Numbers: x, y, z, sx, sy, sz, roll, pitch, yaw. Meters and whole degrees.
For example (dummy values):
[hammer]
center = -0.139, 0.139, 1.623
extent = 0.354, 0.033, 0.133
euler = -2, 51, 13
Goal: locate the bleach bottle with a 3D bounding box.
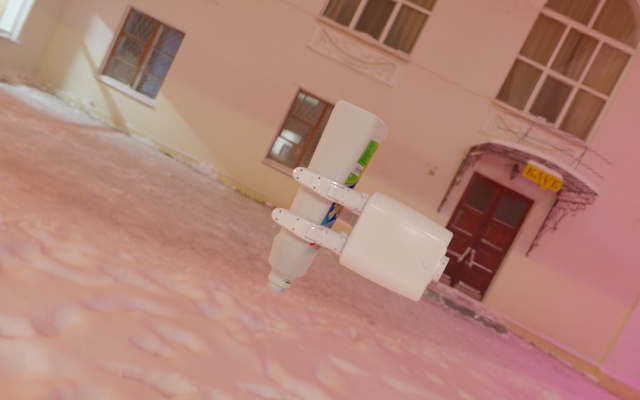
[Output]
[bleach bottle]
center = 0.000, 0.002, 0.619
extent = 0.068, 0.251, 0.102
euler = 28, 5, 15
